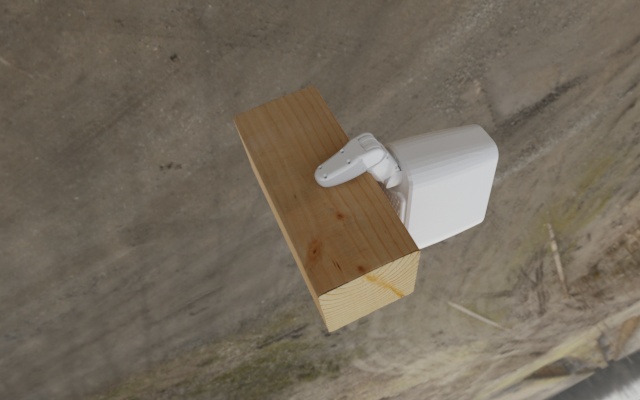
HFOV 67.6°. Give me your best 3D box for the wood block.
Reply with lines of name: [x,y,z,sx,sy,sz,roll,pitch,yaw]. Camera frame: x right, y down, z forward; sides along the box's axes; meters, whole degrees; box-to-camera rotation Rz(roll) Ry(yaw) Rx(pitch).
wood block: [0.000,0.001,0.452,0.090,0.206,0.091,-24,-32,-9]
